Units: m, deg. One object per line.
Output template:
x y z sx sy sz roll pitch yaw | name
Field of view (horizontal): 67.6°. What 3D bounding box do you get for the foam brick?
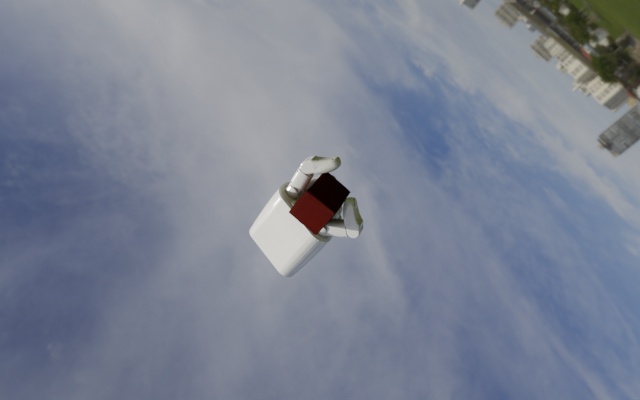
0.000 0.002 0.691 0.051 0.053 0.078 -49 1 32 | foam brick
